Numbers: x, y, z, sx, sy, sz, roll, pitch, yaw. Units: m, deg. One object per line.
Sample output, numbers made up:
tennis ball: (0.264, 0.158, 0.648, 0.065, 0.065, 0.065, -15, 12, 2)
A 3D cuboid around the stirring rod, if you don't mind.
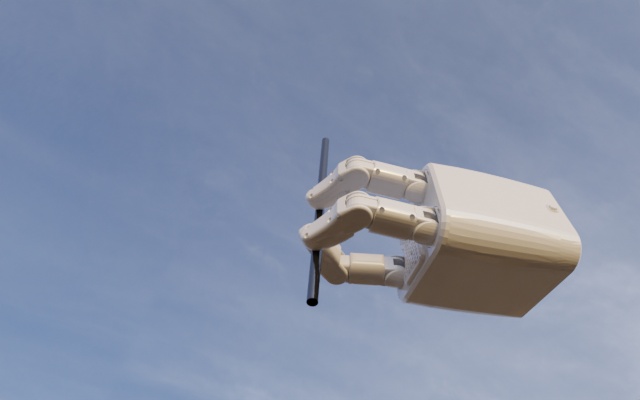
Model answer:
stirring rod: (0.000, 0.001, 0.415, 0.011, 0.011, 0.239, 0, 33, 3)
